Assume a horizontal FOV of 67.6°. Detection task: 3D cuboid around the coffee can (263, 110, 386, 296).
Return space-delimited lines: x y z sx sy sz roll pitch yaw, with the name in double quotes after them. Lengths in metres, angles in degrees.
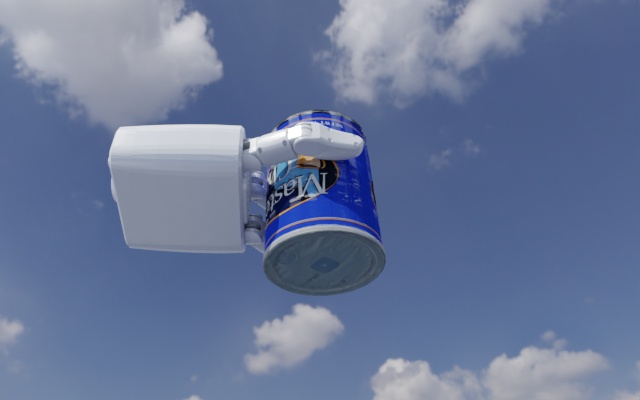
0.000 0.002 0.441 0.103 0.140 0.103 -2 -39 -2 "coffee can"
